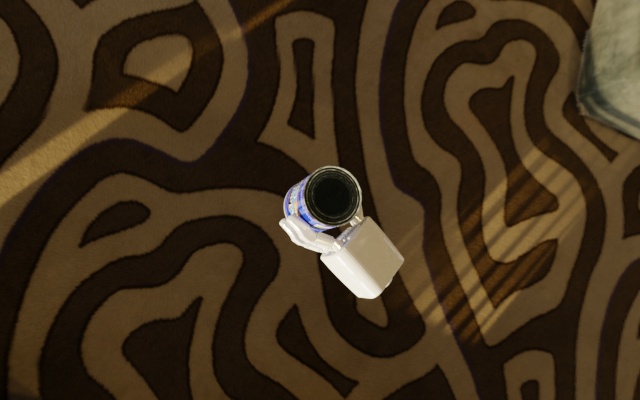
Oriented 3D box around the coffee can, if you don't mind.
[{"bbox_3d":[0.000,0.003,0.847,0.103,0.103,0.140,0,-9,-17],"label":"coffee can"}]
